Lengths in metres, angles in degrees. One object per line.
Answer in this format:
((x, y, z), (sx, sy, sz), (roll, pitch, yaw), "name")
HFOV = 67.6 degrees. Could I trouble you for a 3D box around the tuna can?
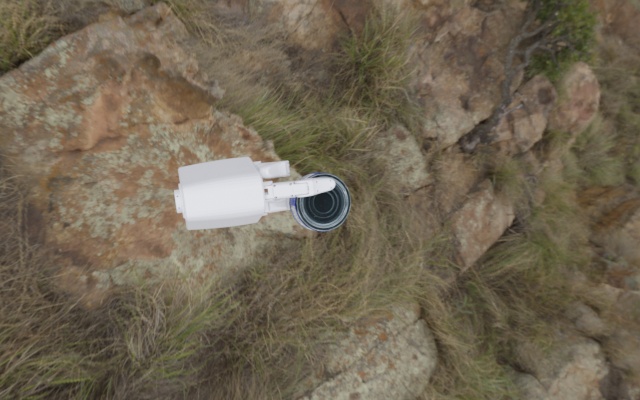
((0.000, 0.002, 0.691), (0.086, 0.086, 0.034), (0, 2, -19), "tuna can")
